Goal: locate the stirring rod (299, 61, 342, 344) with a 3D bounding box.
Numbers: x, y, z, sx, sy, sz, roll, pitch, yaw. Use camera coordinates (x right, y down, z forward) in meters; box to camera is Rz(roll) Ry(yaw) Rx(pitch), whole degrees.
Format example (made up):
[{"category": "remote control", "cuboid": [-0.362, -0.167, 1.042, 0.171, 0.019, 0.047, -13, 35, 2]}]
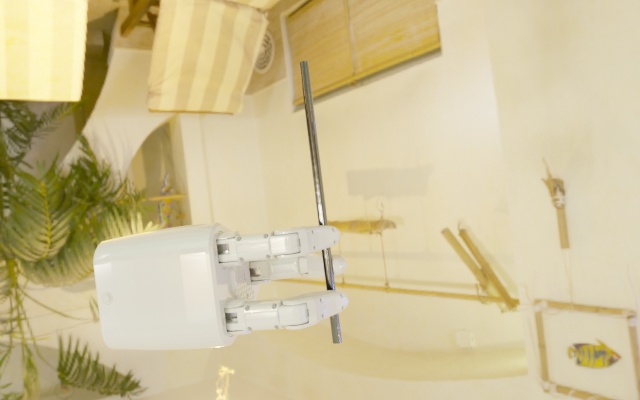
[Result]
[{"category": "stirring rod", "cuboid": [0.000, 0.001, 0.407, 0.011, 0.239, 0.011, -7, 0, 0]}]
